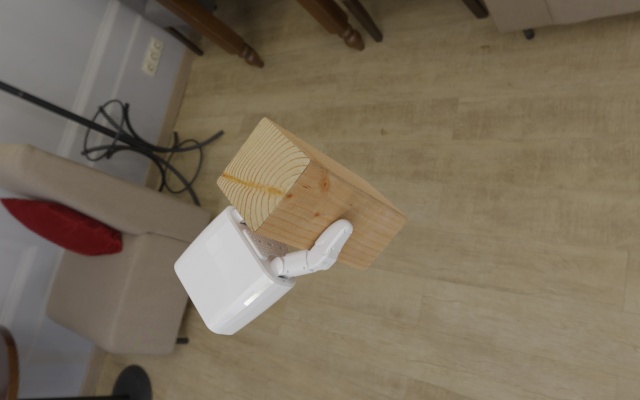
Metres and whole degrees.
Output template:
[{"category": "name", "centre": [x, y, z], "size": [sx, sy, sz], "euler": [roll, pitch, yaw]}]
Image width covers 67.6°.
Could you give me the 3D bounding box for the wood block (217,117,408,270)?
[{"category": "wood block", "centre": [0.000, 0.002, 0.543], "size": [0.206, 0.090, 0.090], "euler": [26, 16, -50]}]
